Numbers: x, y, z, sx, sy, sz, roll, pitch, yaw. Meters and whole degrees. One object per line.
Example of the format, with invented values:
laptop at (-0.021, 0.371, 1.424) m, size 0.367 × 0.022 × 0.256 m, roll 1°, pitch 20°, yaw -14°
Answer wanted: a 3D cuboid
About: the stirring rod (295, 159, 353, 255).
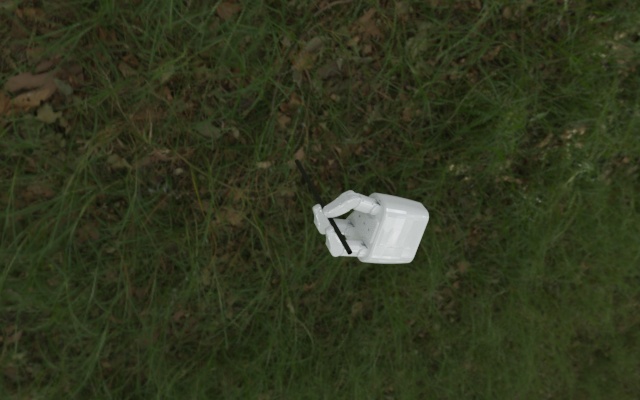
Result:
stirring rod at (0.000, 0.002, 0.786) m, size 0.011 × 0.011 × 0.239 m, roll 0°, pitch 38°, yaw -28°
